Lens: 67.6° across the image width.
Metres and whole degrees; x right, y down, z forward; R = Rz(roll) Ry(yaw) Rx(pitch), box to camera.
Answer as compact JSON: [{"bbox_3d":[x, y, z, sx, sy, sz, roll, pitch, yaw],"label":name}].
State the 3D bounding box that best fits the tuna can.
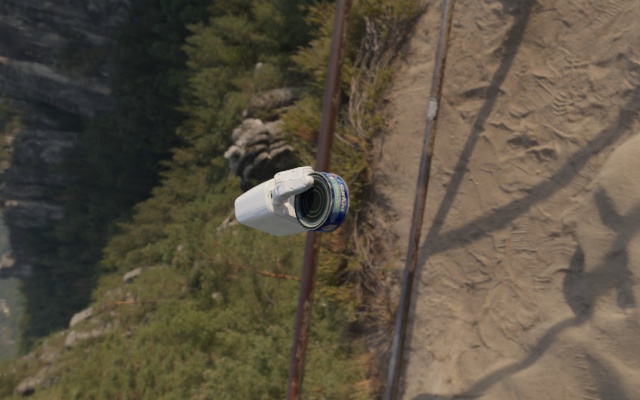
[{"bbox_3d":[0.000,0.002,0.680,0.034,0.086,0.086,7,-5,-41],"label":"tuna can"}]
